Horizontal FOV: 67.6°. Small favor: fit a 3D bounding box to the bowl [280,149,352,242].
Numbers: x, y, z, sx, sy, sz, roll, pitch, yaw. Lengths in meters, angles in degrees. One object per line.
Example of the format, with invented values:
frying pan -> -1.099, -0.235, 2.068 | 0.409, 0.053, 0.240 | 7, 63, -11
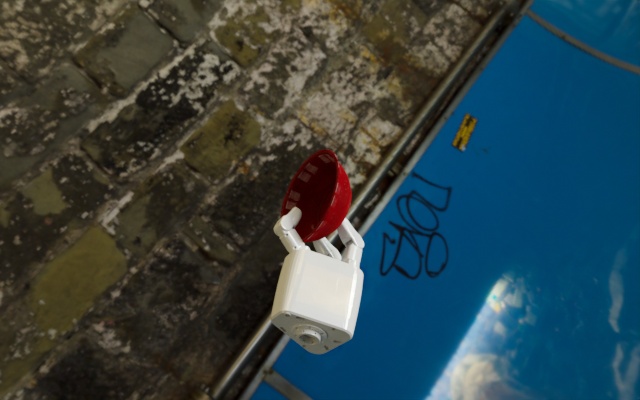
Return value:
bowl -> 0.001, 0.001, 0.762 | 0.055, 0.162, 0.162 | 23, -11, -28
